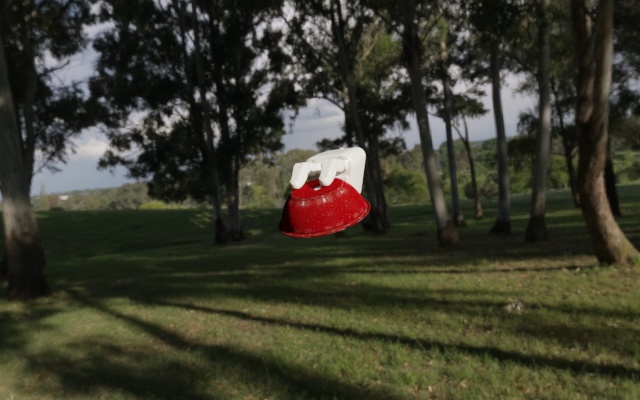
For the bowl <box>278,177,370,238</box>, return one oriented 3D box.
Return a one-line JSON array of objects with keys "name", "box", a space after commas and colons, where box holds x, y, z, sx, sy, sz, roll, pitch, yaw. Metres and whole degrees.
[{"name": "bowl", "box": [0.000, 0.003, 0.812, 0.162, 0.055, 0.162, -13, 21, 5]}]
